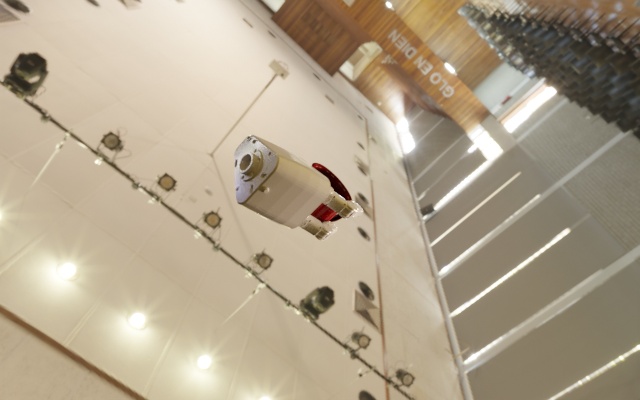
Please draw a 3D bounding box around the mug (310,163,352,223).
[{"bbox_3d":[0.001,0.003,0.800,0.081,0.093,0.117,-43,-45,19],"label":"mug"}]
